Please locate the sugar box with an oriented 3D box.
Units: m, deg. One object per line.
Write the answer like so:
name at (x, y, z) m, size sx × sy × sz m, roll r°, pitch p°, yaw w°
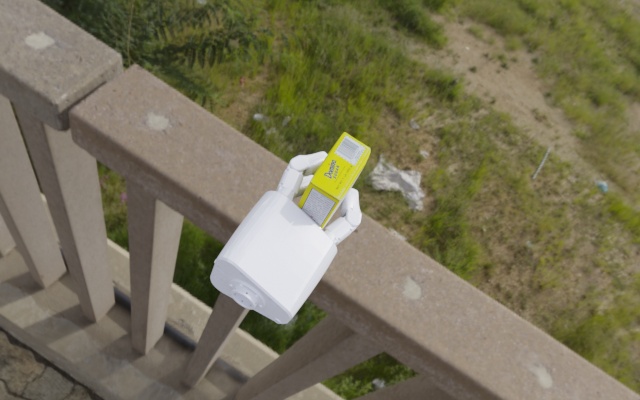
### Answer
sugar box at (0.000, 0.002, 0.611) m, size 0.048 × 0.093 × 0.176 m, roll 34°, pitch -35°, yaw 0°
